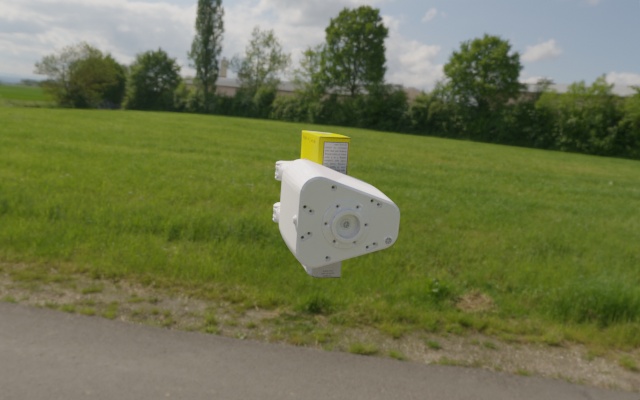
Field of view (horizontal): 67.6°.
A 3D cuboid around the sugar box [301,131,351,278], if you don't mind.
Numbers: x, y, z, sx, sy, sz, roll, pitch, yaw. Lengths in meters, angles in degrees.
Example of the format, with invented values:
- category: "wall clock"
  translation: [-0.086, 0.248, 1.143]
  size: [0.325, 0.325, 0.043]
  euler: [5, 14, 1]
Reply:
- category: "sugar box"
  translation: [0.000, 0.002, 0.614]
  size: [0.048, 0.176, 0.093]
  euler: [3, 11, -16]
